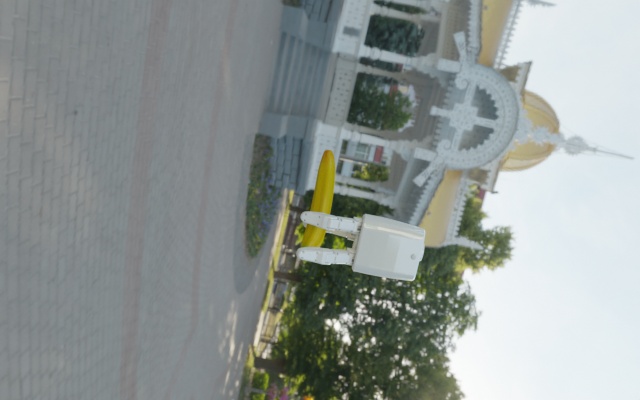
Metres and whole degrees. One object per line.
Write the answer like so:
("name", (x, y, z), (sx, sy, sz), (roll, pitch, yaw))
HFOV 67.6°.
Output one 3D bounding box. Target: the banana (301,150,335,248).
("banana", (0.000, 0.011, 0.839), (0.037, 0.197, 0.070), (12, -16, 4))
